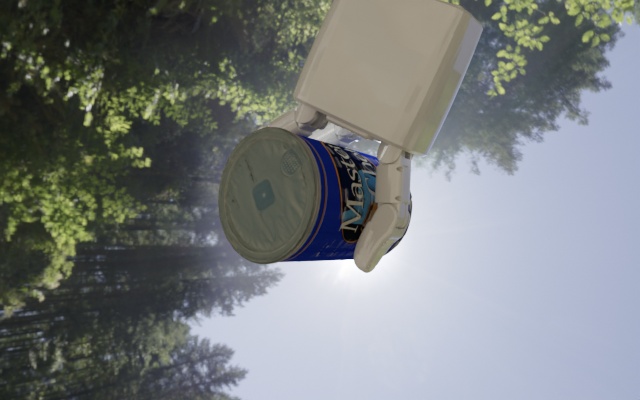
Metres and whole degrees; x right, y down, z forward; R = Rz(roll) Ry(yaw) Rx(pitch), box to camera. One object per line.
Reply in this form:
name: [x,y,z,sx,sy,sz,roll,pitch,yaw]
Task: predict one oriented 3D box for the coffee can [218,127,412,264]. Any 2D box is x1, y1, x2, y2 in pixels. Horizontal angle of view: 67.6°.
coffee can: [0.000,0.002,0.409,0.103,0.103,0.140,0,-5,39]
